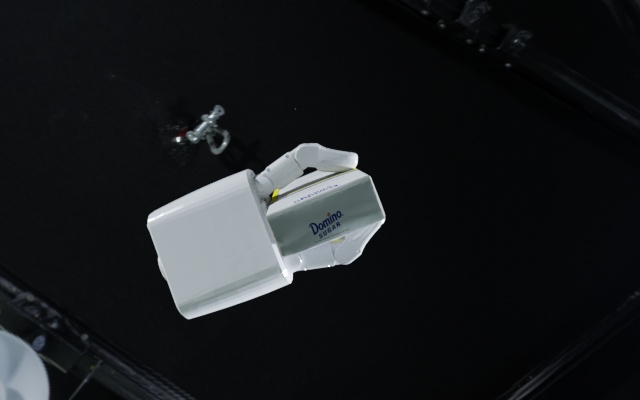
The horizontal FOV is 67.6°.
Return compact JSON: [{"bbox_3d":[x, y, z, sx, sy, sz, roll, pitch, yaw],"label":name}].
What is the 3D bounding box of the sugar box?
[{"bbox_3d":[0.000,0.002,0.468,0.093,0.048,0.176,-22,11,1],"label":"sugar box"}]
